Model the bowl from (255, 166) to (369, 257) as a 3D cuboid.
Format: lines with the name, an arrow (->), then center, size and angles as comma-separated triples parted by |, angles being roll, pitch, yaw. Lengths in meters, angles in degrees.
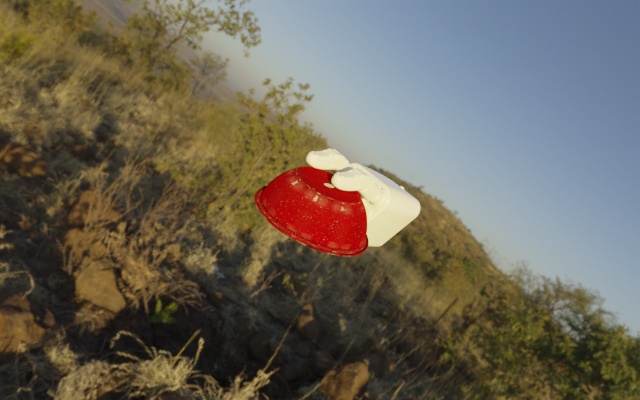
bowl -> 0.000, 0.002, 0.611 | 0.162, 0.055, 0.162 | 22, 22, -9
